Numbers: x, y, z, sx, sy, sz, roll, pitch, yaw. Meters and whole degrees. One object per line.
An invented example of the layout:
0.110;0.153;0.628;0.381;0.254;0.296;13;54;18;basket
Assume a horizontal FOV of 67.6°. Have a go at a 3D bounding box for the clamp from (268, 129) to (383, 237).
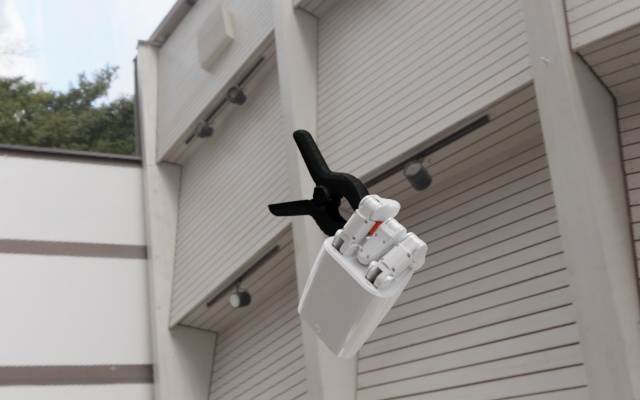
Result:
0.001;0.002;0.590;0.039;0.120;0.171;-5;38;-44;clamp
